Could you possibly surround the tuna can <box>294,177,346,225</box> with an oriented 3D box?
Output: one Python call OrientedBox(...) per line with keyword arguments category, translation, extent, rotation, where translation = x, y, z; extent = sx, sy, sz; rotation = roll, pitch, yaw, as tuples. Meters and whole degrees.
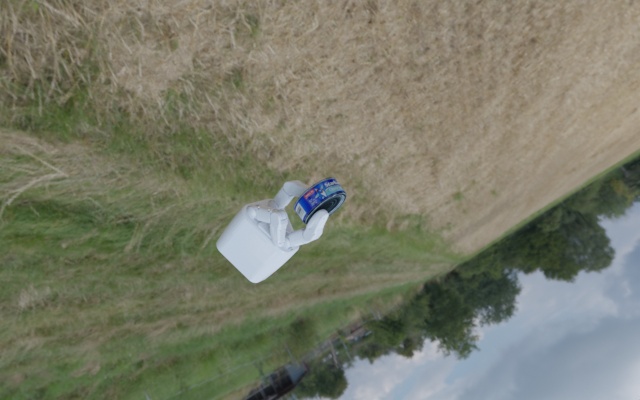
OrientedBox(category="tuna can", translation=(0.000, 0.003, 0.784), extent=(0.086, 0.033, 0.086), rotation=(-33, -19, -13))
